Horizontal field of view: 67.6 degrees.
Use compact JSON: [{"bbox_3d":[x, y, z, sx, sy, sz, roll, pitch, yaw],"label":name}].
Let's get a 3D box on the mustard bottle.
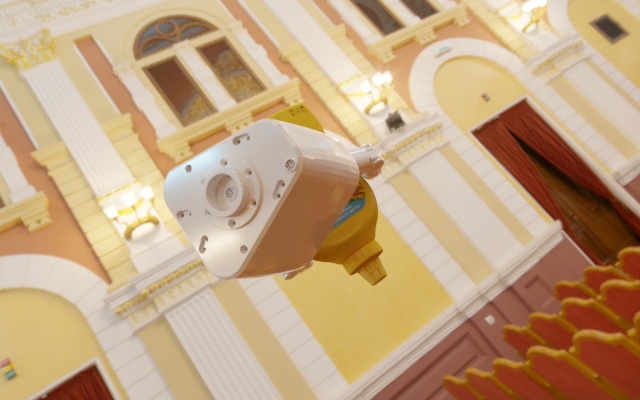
[{"bbox_3d":[0.000,0.001,0.471,0.096,0.191,0.058,-35,-16,-7],"label":"mustard bottle"}]
